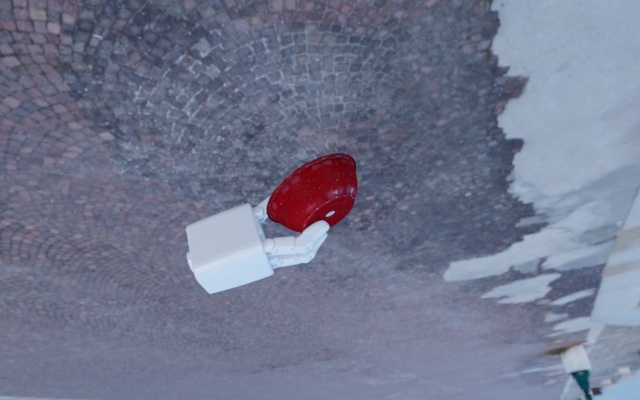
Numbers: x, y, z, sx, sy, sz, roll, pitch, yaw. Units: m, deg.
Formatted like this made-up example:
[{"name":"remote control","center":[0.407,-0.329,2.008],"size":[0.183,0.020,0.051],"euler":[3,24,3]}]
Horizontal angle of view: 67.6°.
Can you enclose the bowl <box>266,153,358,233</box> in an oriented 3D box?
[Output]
[{"name":"bowl","center":[0.001,0.002,0.731],"size":[0.162,0.055,0.162],"euler":[-28,-26,-15]}]
